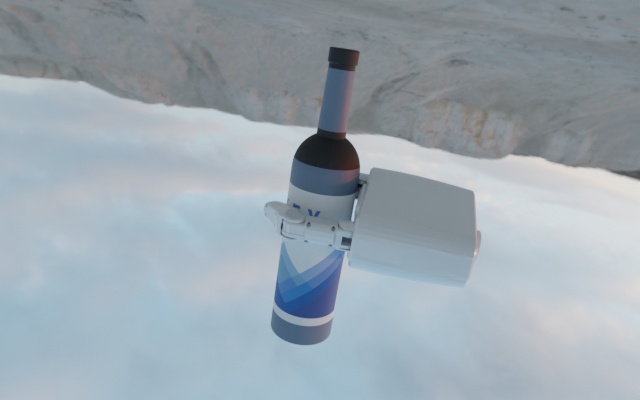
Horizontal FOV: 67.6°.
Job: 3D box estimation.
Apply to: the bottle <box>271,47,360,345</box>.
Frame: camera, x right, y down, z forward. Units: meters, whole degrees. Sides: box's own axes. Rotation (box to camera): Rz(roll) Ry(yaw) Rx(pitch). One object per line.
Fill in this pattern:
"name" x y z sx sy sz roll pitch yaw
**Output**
"bottle" 0.000 0.002 0.476 0.069 0.296 0.069 8 19 -3
